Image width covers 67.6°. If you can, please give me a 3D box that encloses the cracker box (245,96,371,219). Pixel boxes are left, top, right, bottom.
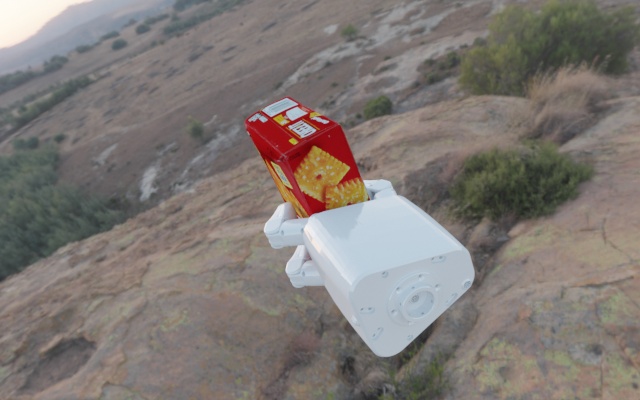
[{"bbox_3d":[0.000,0.002,0.547,0.072,0.214,0.164,-29,29,-10],"label":"cracker box"}]
